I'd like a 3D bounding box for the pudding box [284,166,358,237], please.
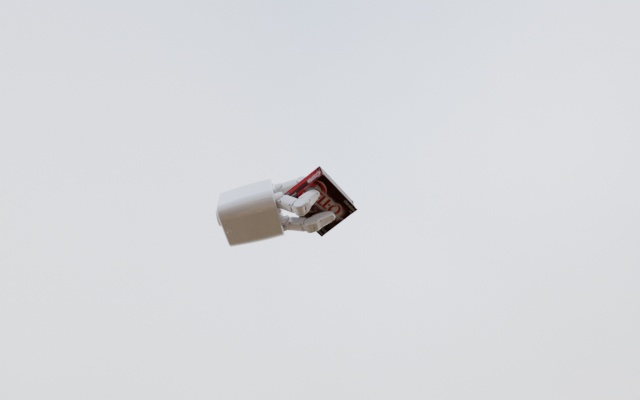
[{"bbox_3d":[0.000,0.003,0.895,0.113,0.090,0.039,43,16,-34],"label":"pudding box"}]
